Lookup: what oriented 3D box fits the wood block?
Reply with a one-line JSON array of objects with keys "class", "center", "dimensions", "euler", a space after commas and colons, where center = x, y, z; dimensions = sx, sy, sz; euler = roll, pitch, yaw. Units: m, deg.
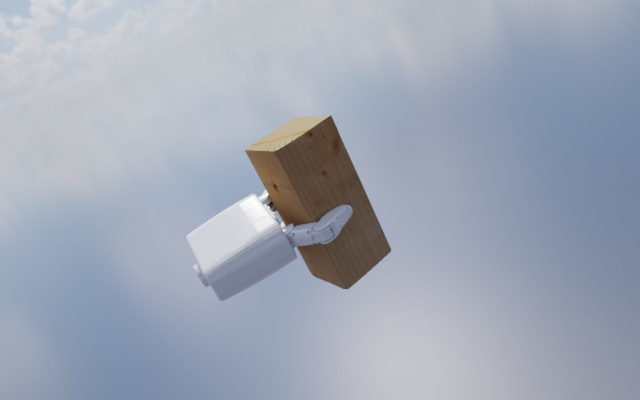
[{"class": "wood block", "center": [0.000, 0.002, 0.627], "dimensions": [0.090, 0.206, 0.091], "euler": [-37, 25, -24]}]
